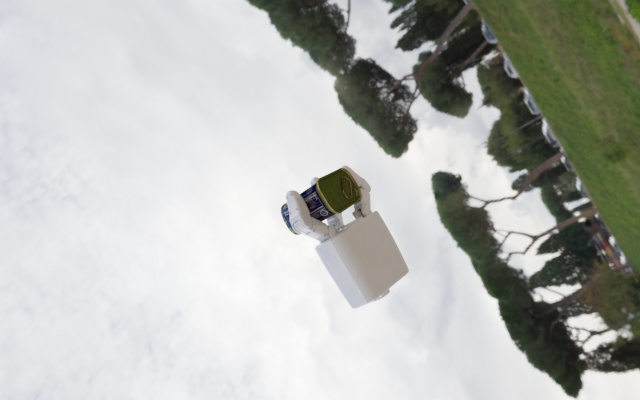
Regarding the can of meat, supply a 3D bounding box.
[{"bbox_3d":[0.000,0.002,0.707,0.084,0.057,0.102,-32,-1,33],"label":"can of meat"}]
